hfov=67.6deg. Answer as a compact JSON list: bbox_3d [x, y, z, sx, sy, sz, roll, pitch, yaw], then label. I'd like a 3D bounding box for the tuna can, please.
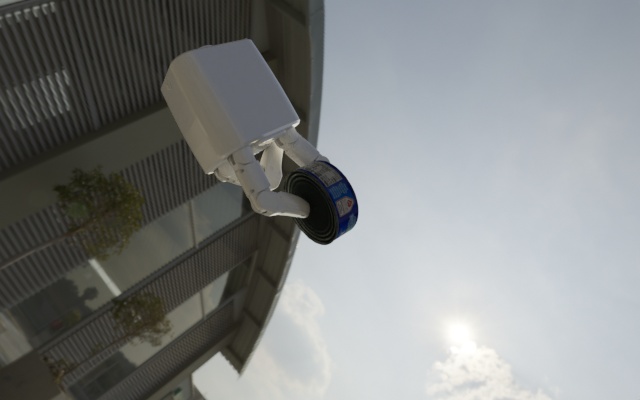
[{"bbox_3d":[0.001,0.001,0.505,0.033,0.086,0.086,-29,16,-32],"label":"tuna can"}]
